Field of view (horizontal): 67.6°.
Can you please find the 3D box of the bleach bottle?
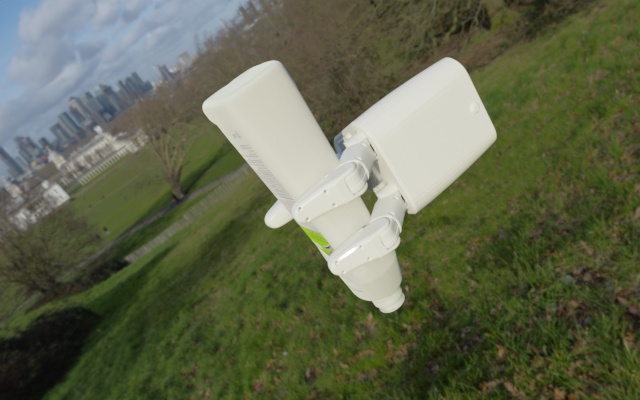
[{"bbox_3d":[0.000,0.001,0.427,0.068,0.251,0.102,-39,22,-10],"label":"bleach bottle"}]
